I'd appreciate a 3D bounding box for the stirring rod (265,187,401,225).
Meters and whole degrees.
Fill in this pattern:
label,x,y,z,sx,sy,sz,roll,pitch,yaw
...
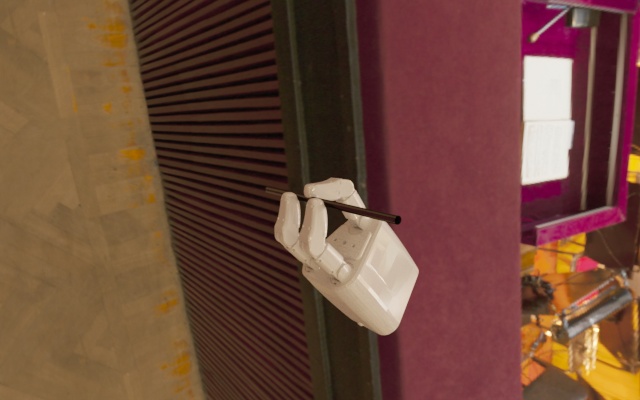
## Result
label,x,y,z,sx,sy,sz,roll,pitch,yaw
stirring rod,0.000,0.002,0.513,0.011,0.011,0.239,0,7,-34
